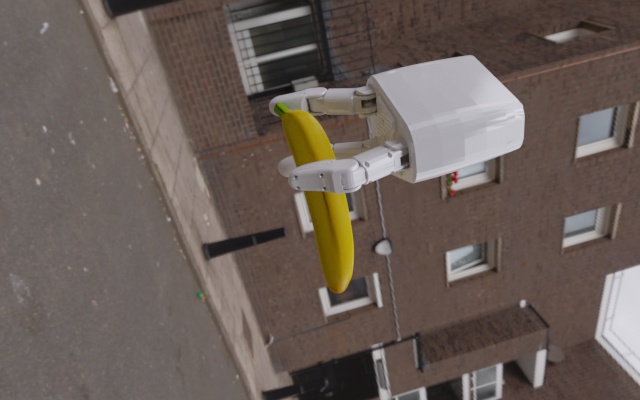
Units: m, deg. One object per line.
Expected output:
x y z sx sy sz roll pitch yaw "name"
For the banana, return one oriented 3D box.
0.002 0.000 0.445 0.037 0.198 0.069 -17 7 -9 "banana"
